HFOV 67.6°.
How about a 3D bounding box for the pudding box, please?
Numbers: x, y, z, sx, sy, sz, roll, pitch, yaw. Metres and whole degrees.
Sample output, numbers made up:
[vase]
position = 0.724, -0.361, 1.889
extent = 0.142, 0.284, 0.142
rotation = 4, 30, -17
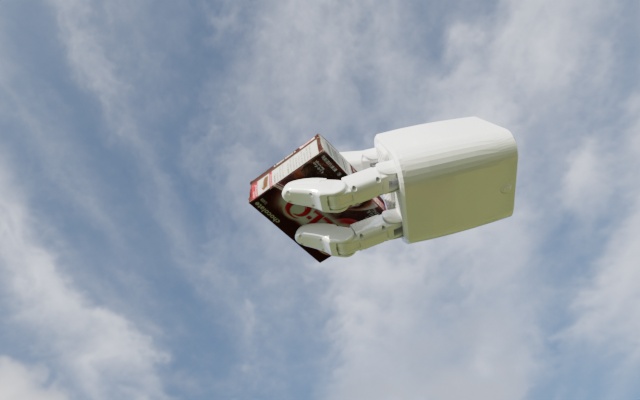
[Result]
[pudding box]
position = 0.000, 0.001, 0.467
extent = 0.090, 0.113, 0.039
rotation = -34, 33, 19
